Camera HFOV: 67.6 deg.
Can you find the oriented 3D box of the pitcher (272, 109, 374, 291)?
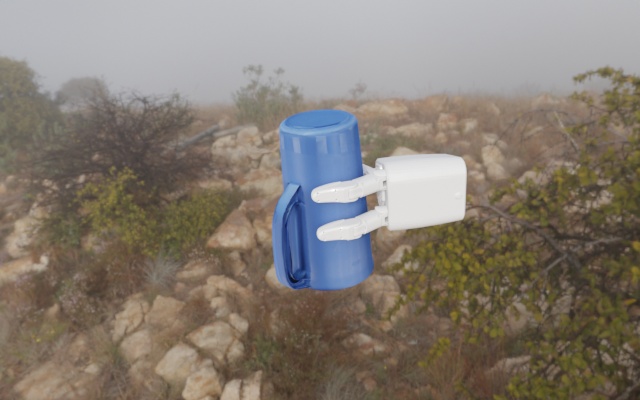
[{"bbox_3d":[0.000,0.002,0.687,0.145,0.243,0.149,-6,24,-1],"label":"pitcher"}]
